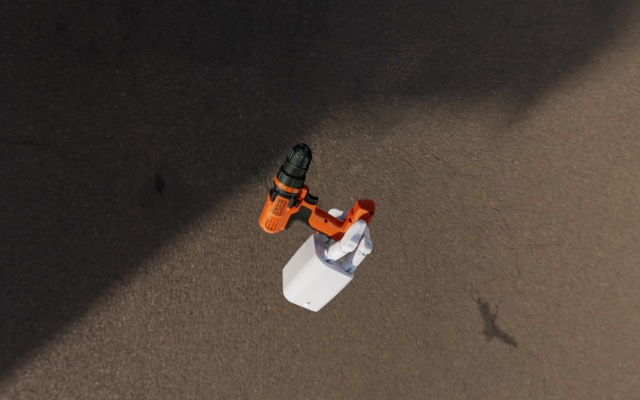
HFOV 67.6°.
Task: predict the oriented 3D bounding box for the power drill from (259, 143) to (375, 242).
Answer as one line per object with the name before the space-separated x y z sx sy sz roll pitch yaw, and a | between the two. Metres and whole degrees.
power drill | 0.000 0.003 0.865 0.187 0.184 0.057 22 29 -9
